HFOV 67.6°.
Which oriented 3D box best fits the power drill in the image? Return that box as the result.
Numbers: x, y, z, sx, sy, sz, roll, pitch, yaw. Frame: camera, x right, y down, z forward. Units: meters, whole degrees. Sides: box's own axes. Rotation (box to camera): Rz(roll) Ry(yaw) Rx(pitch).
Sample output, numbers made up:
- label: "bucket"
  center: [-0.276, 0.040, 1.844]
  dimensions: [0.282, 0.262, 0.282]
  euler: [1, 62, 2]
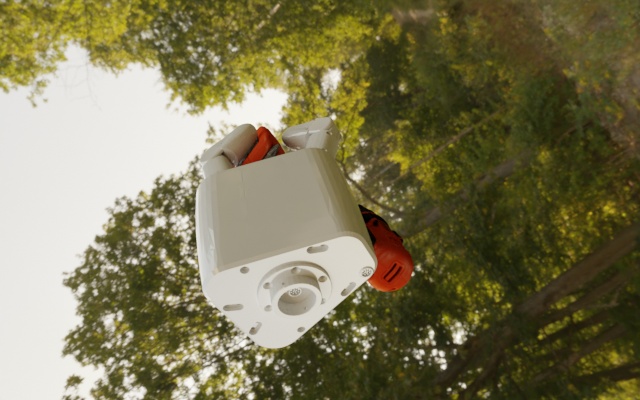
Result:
- label: "power drill"
  center: [0.000, 0.001, 0.489]
  dimensions: [0.188, 0.057, 0.184]
  euler: [35, 5, -15]
